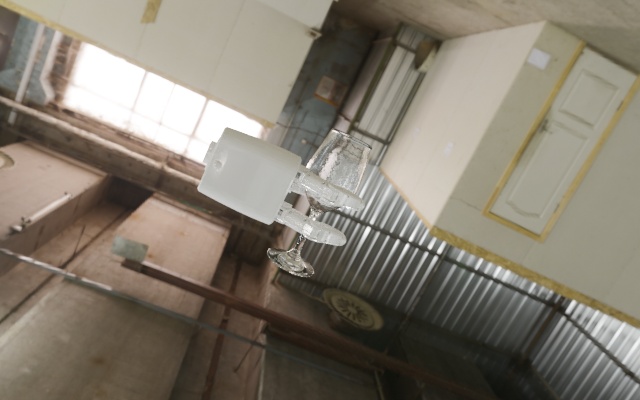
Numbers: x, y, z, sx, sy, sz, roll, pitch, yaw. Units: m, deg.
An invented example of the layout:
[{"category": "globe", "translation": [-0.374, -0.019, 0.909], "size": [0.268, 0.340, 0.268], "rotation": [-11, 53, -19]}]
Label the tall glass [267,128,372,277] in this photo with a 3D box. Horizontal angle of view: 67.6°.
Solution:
[{"category": "tall glass", "translation": [0.000, 0.003, 0.668], "size": [0.079, 0.201, 0.079], "rotation": [26, 12, -6]}]
